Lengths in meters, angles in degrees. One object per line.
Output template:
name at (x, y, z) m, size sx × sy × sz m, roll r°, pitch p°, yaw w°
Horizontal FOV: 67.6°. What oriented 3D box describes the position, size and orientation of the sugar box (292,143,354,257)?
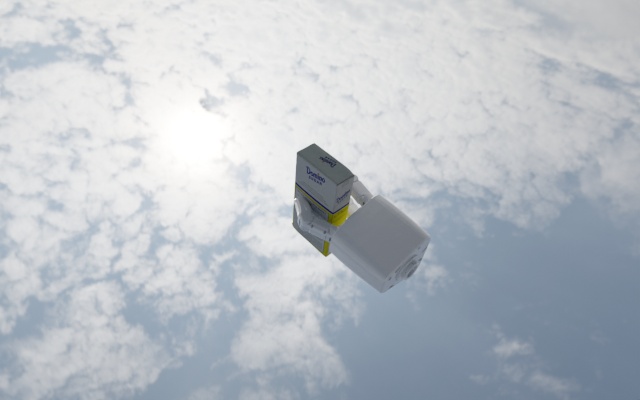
sugar box at (0.001, 0.002, 0.776) m, size 0.048 × 0.176 × 0.093 m, roll -31°, pitch 58°, yaw -33°
